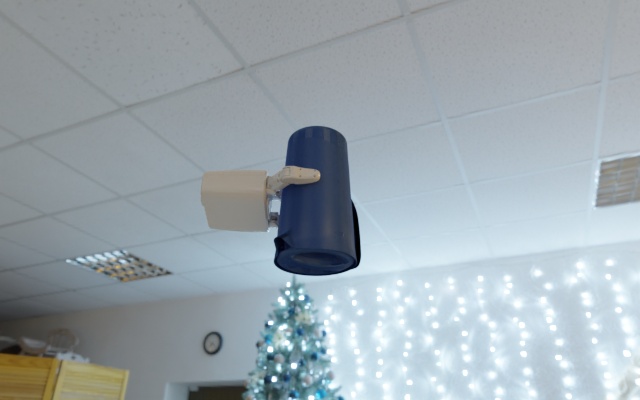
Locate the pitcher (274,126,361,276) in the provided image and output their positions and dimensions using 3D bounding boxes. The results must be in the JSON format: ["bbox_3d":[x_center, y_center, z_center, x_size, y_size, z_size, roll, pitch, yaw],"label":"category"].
[{"bbox_3d":[0.000,0.003,0.819,0.145,0.242,0.149,1,-27,1],"label":"pitcher"}]
